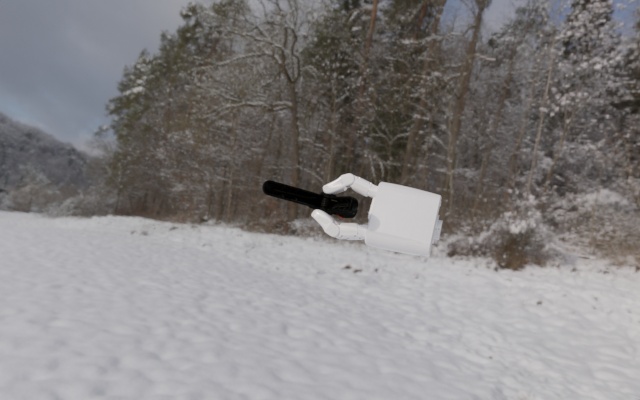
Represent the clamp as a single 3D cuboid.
[{"bbox_3d":[0.001,0.002,0.843,0.164,0.036,0.210,13,-4,14],"label":"clamp"}]
